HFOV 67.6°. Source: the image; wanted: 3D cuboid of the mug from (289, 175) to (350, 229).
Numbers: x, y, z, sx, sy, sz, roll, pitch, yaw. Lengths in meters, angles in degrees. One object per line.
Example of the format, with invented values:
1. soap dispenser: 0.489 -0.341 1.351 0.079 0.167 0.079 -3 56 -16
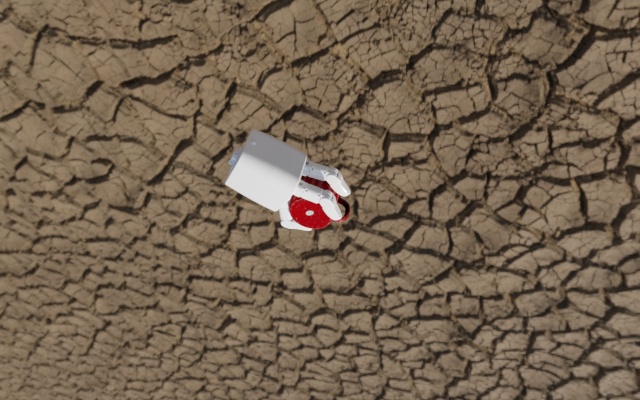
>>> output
1. mug: 0.001 0.004 0.877 0.117 0.081 0.093 27 -45 -11
